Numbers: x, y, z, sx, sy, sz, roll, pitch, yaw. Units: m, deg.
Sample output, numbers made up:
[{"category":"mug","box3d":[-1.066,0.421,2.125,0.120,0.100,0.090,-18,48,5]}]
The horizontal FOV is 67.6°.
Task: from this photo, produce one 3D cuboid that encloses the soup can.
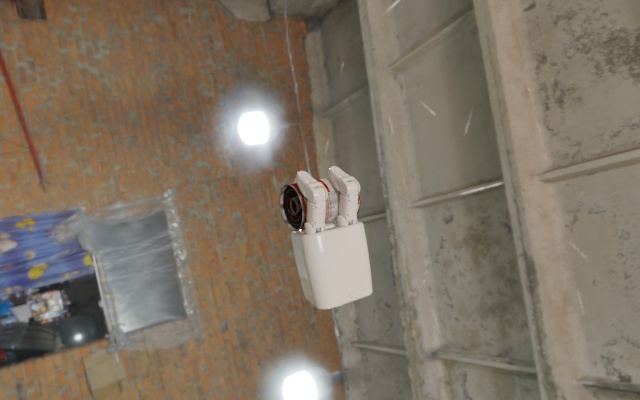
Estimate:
[{"category":"soup can","box3d":[0.000,0.002,0.704,0.102,0.068,0.068,-11,6,-31]}]
